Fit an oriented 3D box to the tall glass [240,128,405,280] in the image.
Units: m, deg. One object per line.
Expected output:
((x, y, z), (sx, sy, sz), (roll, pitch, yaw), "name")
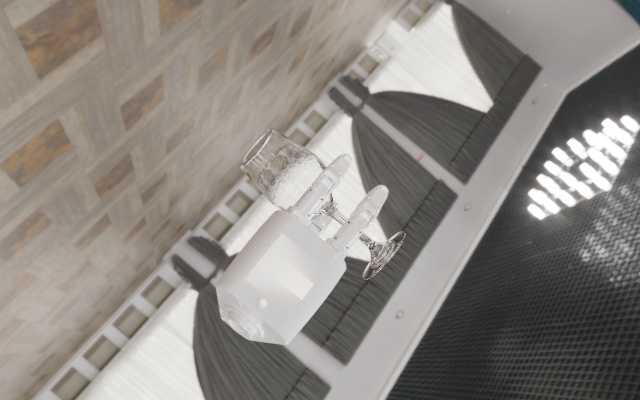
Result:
((0.001, 0.002, 0.567), (0.201, 0.079, 0.079), (40, -1, -1), "tall glass")
